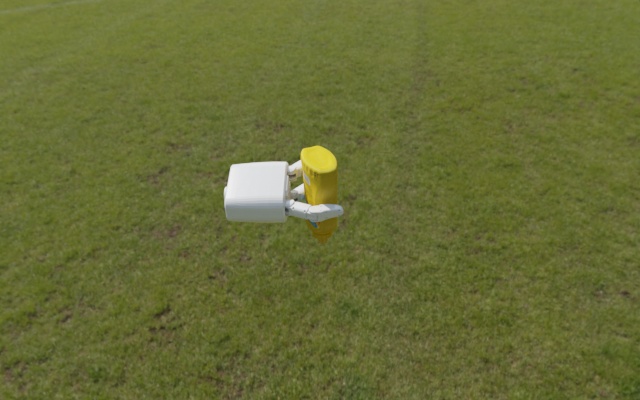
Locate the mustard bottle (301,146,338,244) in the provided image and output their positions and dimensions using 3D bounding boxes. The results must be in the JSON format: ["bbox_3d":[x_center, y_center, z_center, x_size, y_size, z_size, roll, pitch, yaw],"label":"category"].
[{"bbox_3d":[0.000,0.003,0.884,0.058,0.192,0.096,-15,37,-17],"label":"mustard bottle"}]
